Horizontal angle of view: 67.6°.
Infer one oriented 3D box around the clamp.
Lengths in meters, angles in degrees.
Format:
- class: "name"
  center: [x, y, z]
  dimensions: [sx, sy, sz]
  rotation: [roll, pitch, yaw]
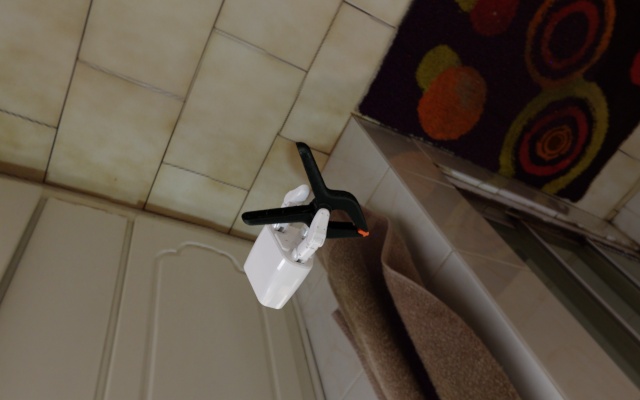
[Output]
- class: "clamp"
  center: [0.001, 0.003, 0.771]
  dimensions: [0.210, 0.165, 0.036]
  rotation: [20, 29, -25]
